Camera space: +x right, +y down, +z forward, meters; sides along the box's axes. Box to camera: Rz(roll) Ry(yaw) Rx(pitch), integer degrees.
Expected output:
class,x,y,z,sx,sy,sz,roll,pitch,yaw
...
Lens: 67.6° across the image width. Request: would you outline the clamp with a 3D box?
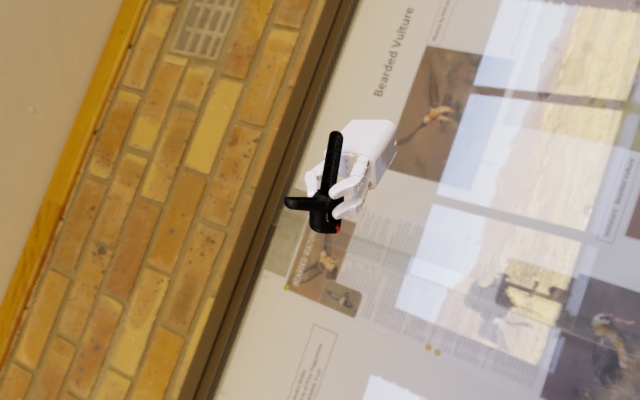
class,x,y,z,sx,sy,sz,roll,pitch,yaw
clamp,0.000,0.003,0.840,0.036,0.164,0.210,22,-35,25
